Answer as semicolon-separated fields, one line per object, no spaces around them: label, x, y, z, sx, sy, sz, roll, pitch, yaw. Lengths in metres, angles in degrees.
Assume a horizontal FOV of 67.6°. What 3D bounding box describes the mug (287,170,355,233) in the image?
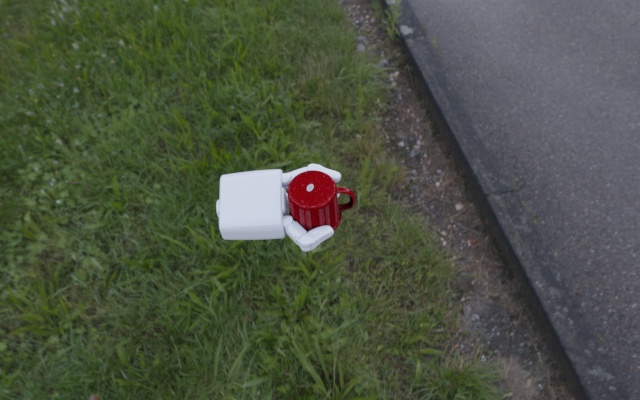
mug;0.002;0.002;0.801;0.117;0.093;0.082;-5;-36;1
